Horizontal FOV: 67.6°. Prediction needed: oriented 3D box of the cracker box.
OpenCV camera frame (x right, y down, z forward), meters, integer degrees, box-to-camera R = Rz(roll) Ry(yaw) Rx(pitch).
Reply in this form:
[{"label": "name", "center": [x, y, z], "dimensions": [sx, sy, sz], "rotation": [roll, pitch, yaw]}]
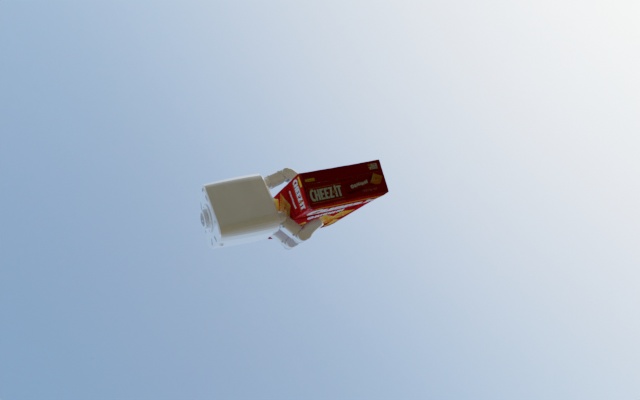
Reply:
[{"label": "cracker box", "center": [0.000, 0.003, 0.887], "dimensions": [0.164, 0.072, 0.214], "rotation": [-12, -11, -28]}]
